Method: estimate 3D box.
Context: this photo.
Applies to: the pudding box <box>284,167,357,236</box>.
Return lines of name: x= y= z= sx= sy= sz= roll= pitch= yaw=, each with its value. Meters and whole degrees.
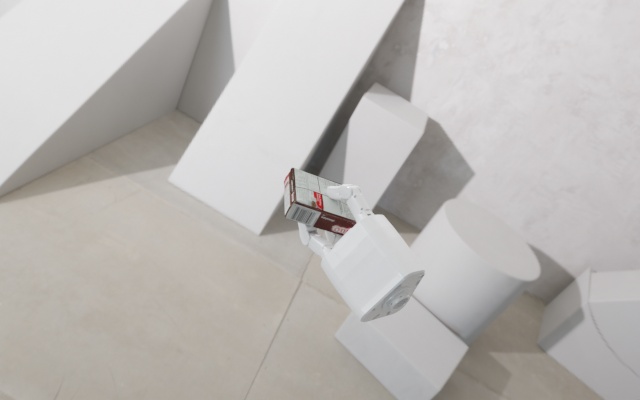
pudding box: x=0.000 y=0.002 z=0.749 sx=0.113 sy=0.039 sz=0.090 roll=20 pitch=34 yaw=-21
